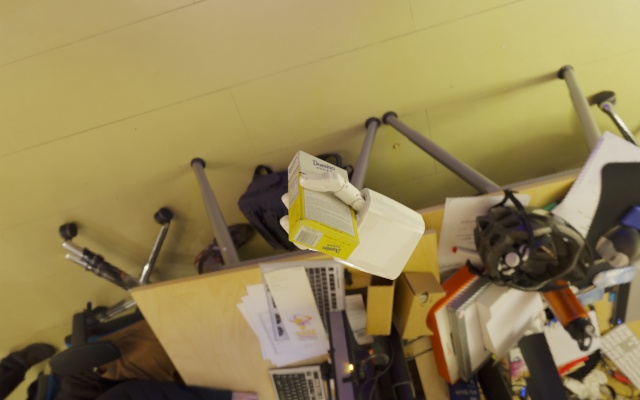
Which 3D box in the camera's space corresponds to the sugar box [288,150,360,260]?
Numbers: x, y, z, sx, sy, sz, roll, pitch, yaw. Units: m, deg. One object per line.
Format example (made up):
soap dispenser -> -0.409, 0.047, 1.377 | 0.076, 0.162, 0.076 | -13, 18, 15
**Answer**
sugar box -> 0.000, 0.003, 0.711 | 0.093, 0.048, 0.176 | 22, 30, -19
